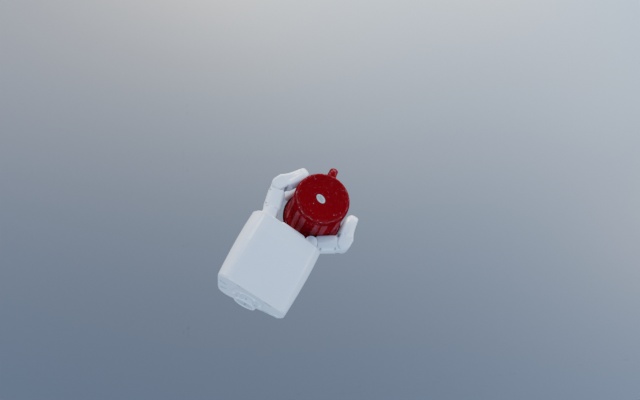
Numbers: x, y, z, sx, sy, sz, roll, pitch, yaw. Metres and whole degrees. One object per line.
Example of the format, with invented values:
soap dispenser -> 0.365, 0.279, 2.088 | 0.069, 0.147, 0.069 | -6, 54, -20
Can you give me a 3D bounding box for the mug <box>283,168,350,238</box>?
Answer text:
mug -> 0.001, 0.001, 0.716 | 0.093, 0.117, 0.081 | 27, -26, -1
